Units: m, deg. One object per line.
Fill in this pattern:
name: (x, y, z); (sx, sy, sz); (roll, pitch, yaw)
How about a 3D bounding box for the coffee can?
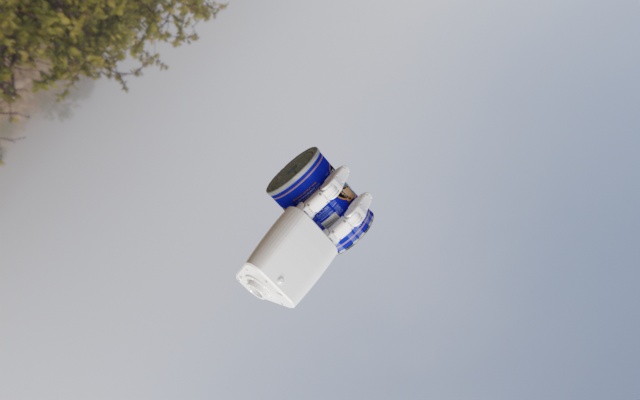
coffee can: (0.000, 0.002, 0.740); (0.103, 0.140, 0.102); (-38, 18, 14)
